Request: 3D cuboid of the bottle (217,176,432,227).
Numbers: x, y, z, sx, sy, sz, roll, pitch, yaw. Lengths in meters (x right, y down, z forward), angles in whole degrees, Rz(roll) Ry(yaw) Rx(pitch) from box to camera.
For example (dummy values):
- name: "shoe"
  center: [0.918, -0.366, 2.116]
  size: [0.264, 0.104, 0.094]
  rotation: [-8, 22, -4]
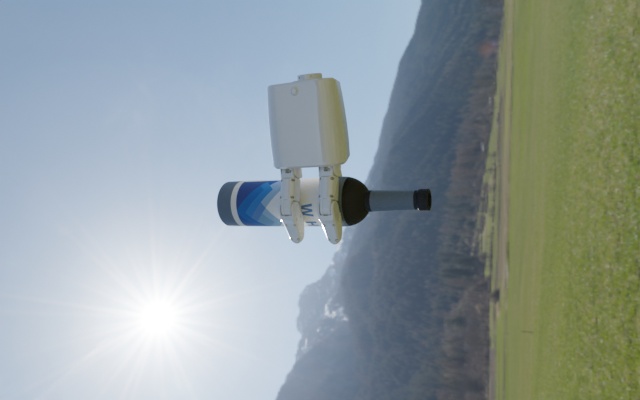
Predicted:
- name: "bottle"
  center: [0.000, 0.002, 0.647]
  size: [0.296, 0.069, 0.069]
  rotation: [-1, -1, 24]
